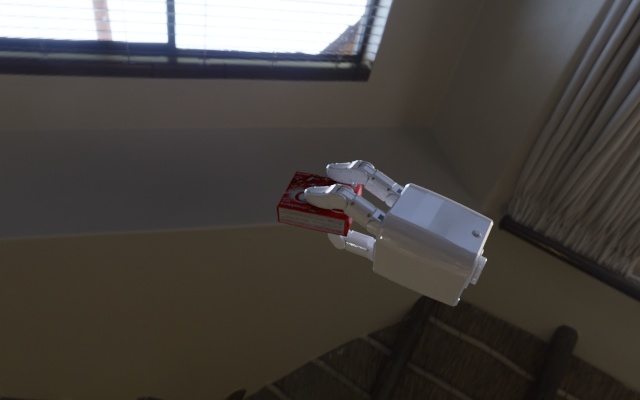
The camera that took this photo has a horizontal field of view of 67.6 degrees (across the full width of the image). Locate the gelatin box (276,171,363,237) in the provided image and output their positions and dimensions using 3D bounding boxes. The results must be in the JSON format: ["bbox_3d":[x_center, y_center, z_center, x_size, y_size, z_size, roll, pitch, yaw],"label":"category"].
[{"bbox_3d":[0.000,0.002,0.586,0.089,0.030,0.073,11,41,12],"label":"gelatin box"}]
